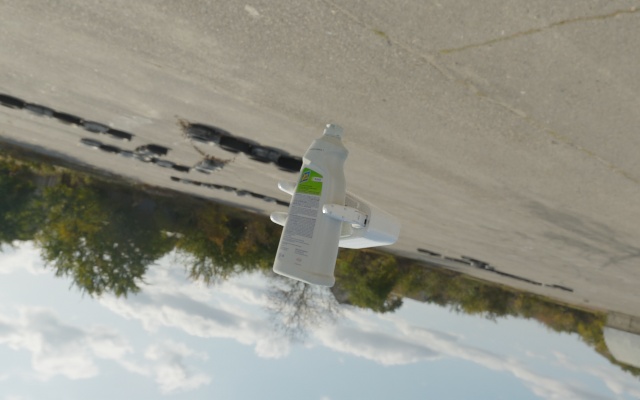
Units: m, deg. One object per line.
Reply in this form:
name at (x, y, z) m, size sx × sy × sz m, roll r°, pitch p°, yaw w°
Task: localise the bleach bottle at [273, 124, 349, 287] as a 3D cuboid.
bleach bottle at (0.000, 0.003, 0.760) m, size 0.102 × 0.251 × 0.068 m, roll 10°, pitch -6°, yaw 40°
